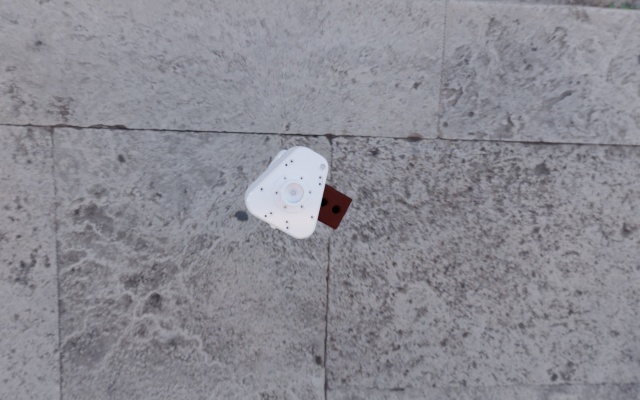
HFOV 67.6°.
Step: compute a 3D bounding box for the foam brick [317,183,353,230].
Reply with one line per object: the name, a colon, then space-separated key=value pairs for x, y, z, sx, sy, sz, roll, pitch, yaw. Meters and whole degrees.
foam brick: x=0.000 y=0.002 z=0.718 sx=0.078 sy=0.053 sz=0.051 roll=29 pitch=-4 yaw=-9
